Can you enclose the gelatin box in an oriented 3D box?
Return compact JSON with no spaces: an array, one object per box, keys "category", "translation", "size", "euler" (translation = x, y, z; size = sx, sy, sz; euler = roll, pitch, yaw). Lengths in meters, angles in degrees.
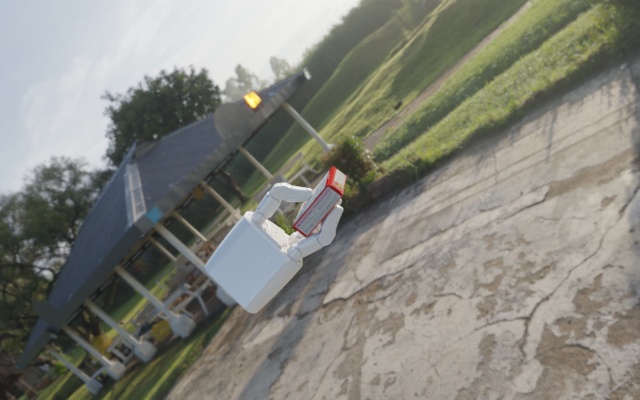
[{"category":"gelatin box","translation":[0.000,0.002,0.695],"size":[0.030,0.089,0.073],"euler":[36,23,-8]}]
